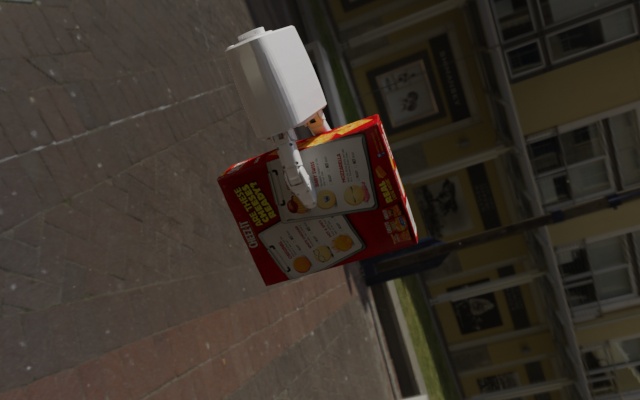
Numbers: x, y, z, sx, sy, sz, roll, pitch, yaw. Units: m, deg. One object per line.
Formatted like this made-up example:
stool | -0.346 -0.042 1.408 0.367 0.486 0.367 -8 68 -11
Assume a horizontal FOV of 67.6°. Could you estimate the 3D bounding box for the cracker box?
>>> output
cracker box | 0.000 0.002 0.625 0.214 0.164 0.072 -18 17 13
